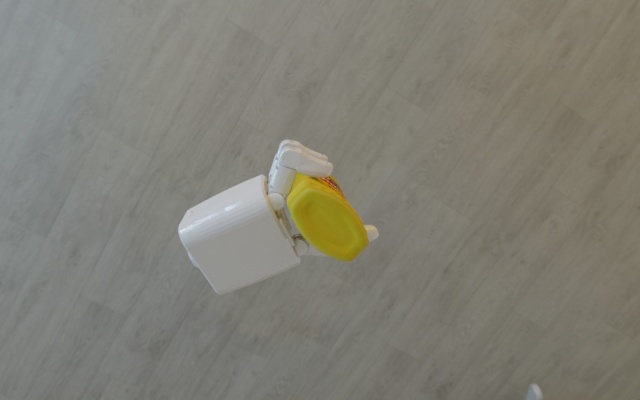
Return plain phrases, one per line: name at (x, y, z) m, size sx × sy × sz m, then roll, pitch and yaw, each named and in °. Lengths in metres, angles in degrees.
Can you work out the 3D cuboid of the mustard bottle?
mustard bottle at (0.000, 0.002, 0.581) m, size 0.096 × 0.058 × 0.191 m, roll 41°, pitch 7°, yaw -15°
